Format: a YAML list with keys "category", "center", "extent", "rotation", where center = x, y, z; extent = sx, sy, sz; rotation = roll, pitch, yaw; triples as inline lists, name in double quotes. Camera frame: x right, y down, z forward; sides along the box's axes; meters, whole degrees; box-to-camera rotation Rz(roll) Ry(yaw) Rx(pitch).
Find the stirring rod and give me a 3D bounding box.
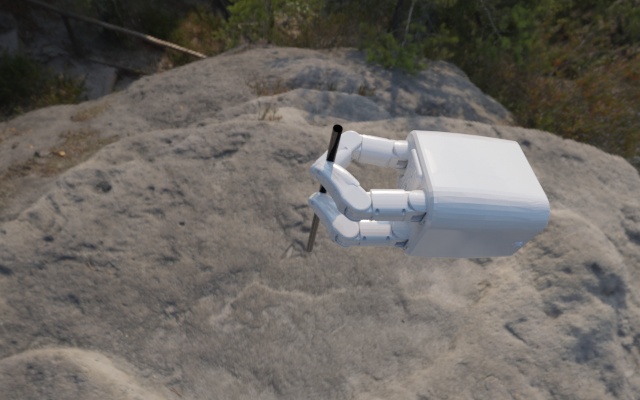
- category: "stirring rod"
  center: [0.000, 0.002, 0.475]
  extent: [0.011, 0.011, 0.240]
  rotation: [0, -29, -7]
